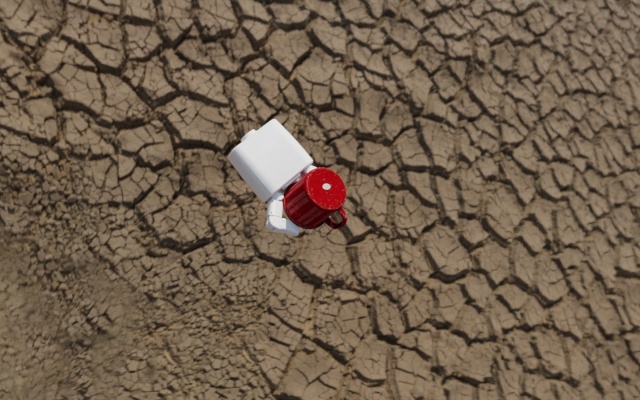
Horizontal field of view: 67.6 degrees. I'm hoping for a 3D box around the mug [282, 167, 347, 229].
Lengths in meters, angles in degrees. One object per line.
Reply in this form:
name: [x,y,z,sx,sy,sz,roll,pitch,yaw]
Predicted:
mug: [0.001,0.004,0.831,0.093,0.117,0.081,-44,4,-37]
